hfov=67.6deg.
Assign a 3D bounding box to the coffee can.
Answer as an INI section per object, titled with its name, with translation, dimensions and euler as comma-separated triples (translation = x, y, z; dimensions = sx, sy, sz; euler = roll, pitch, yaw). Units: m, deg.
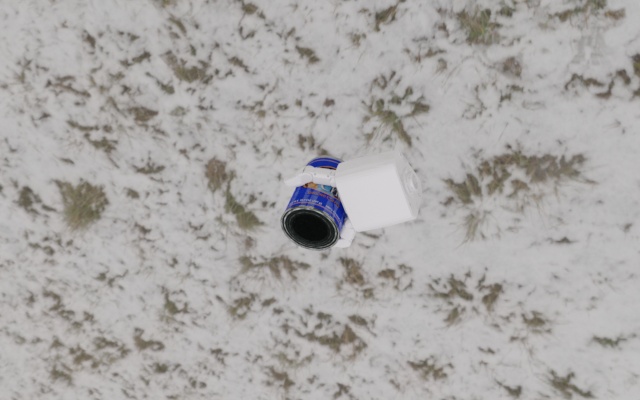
[coffee can]
translation = 0.000, 0.003, 0.838
dimensions = 0.103, 0.103, 0.140
euler = 0, 41, 20
